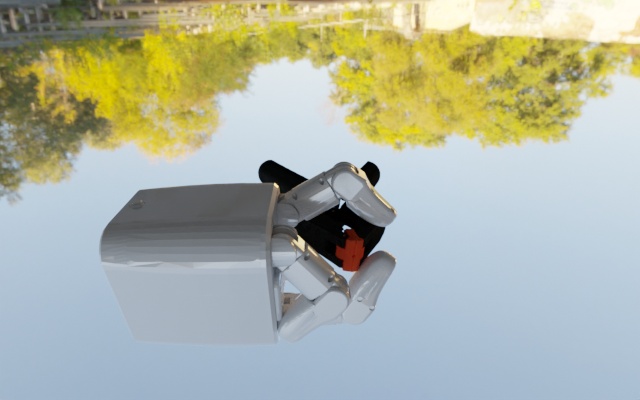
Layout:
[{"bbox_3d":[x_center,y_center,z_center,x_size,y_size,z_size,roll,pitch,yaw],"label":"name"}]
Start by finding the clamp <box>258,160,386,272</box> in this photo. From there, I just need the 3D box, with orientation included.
[{"bbox_3d":[0.000,0.002,0.413,0.120,0.039,0.171,-2,23,0],"label":"clamp"}]
